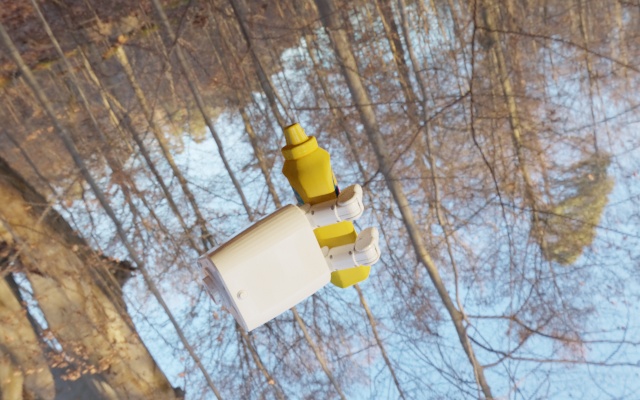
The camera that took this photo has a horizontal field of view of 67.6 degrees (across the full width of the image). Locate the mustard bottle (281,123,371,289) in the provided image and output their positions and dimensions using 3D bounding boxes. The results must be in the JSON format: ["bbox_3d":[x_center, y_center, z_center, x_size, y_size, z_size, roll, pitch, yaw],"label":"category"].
[{"bbox_3d":[0.000,0.002,0.558,0.058,0.192,0.096,-22,19,1],"label":"mustard bottle"}]
